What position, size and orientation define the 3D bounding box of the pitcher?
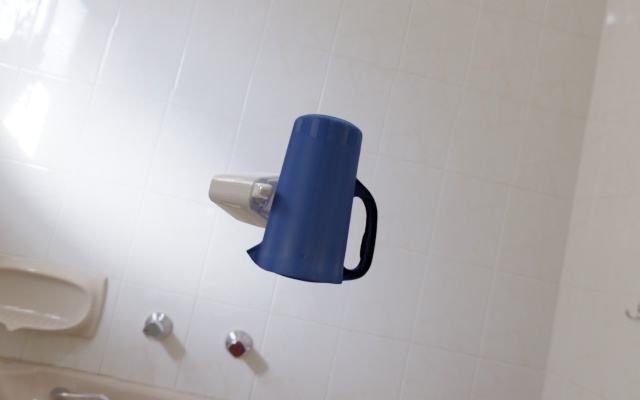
[{"bbox_3d":[0.000,0.002,0.723,0.145,0.243,0.149,8,-7,39],"label":"pitcher"}]
